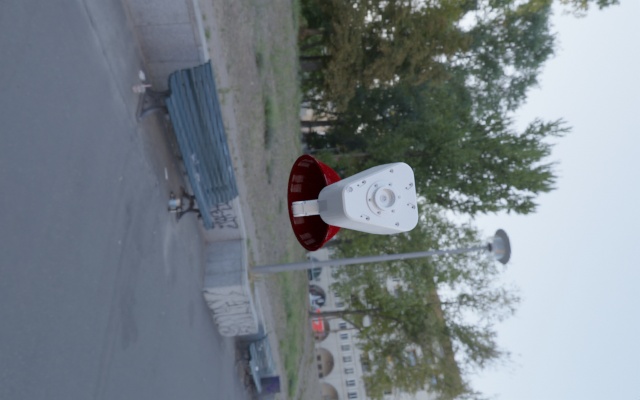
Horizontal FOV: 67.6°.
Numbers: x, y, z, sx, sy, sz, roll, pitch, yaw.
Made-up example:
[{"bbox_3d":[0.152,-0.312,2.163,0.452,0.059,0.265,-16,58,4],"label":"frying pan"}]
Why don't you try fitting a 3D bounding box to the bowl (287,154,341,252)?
[{"bbox_3d":[0.000,0.002,0.807,0.055,0.162,0.162,-5,2,-28],"label":"bowl"}]
